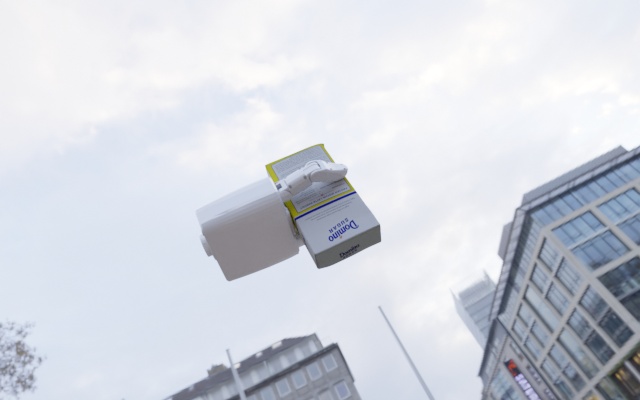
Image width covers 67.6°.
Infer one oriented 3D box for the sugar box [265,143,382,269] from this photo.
[{"bbox_3d":[0.000,0.002,0.645,0.093,0.176,0.048,-23,-37,-10],"label":"sugar box"}]
